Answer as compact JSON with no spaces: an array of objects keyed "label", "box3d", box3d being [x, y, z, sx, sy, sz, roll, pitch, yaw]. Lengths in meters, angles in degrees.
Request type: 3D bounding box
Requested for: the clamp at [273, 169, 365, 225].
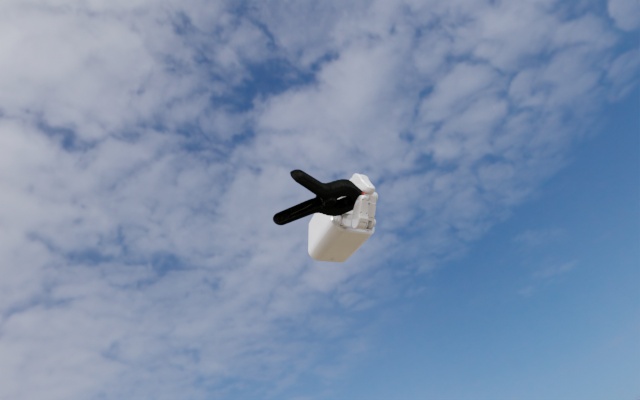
[{"label":"clamp","box3d":[0.000,0.002,0.836,0.171,0.039,0.120,9,-44,-32]}]
